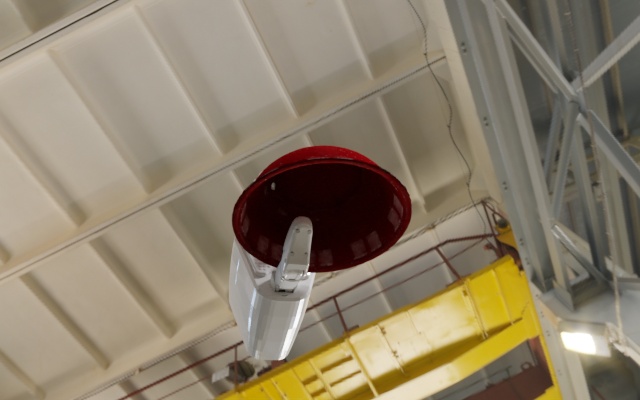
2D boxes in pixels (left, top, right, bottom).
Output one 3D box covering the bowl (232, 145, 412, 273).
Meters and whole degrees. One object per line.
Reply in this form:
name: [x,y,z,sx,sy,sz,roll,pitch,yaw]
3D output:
bowl: [0.001,0.000,0.445,0.162,0.055,0.162,-3,-41,-3]
